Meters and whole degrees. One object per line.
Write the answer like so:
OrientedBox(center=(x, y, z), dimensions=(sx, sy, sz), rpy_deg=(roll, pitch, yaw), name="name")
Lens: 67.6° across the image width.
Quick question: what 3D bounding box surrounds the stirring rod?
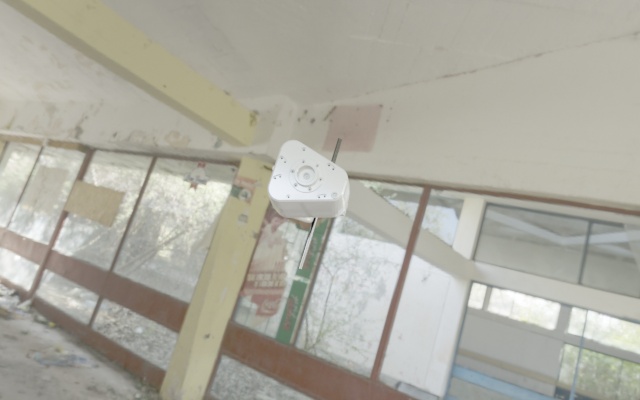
OrientedBox(center=(0.000, 0.003, 0.831), dimensions=(0.011, 0.239, 0.011), rpy_deg=(17, -11, 3), name="stirring rod")
